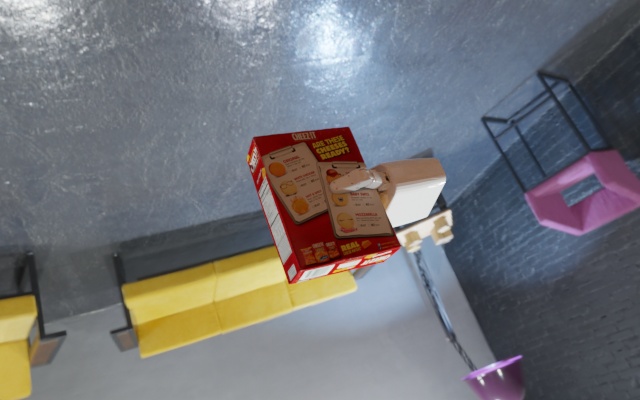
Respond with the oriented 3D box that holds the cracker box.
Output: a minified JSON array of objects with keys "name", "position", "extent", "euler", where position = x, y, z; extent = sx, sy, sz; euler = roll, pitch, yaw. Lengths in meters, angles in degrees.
[{"name":"cracker box","position":[0.000,0.002,0.707],"extent":[0.164,0.213,0.072],"euler":[-10,-24,-27]}]
